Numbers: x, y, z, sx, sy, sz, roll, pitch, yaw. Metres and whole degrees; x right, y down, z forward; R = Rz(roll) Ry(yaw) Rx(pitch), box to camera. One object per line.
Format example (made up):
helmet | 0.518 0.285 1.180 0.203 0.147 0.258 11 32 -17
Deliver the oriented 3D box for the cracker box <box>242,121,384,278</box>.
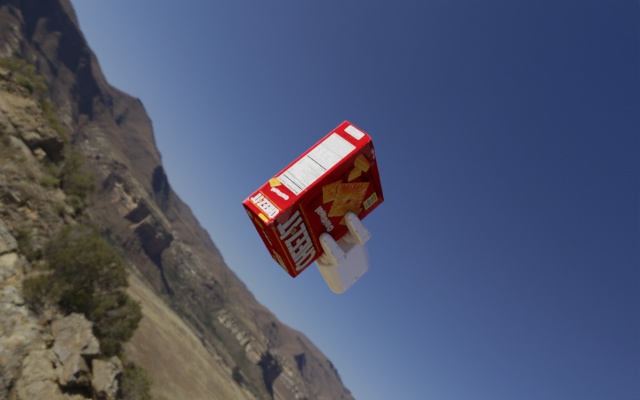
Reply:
cracker box | 0.000 0.002 0.767 0.072 0.213 0.164 38 -20 34
